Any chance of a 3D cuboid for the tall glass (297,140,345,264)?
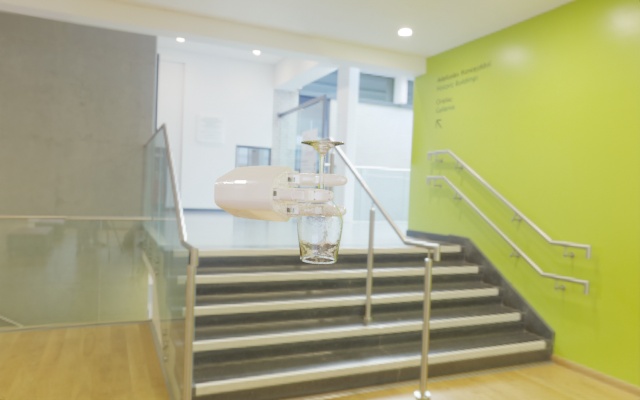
[{"bbox_3d":[0.000,0.002,0.805,0.079,0.201,0.079,2,2,0],"label":"tall glass"}]
